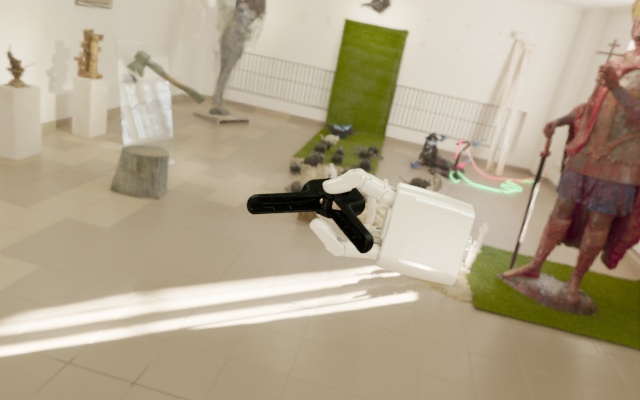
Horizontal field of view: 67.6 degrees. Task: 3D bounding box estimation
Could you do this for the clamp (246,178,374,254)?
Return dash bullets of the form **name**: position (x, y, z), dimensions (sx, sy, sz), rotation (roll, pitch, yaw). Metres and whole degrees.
- **clamp**: position (0.001, 0.001, 0.661), dimensions (0.164, 0.036, 0.210), rotation (18, 20, 4)
